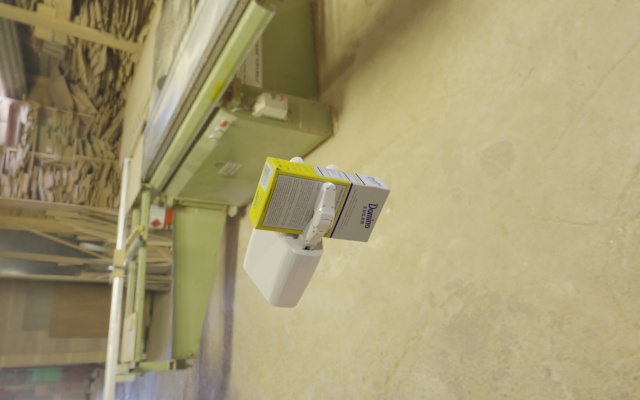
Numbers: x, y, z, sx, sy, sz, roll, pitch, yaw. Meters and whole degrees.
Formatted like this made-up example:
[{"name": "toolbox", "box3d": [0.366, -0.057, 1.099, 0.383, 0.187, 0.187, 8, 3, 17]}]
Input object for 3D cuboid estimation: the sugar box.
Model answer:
[{"name": "sugar box", "box3d": [0.000, 0.002, 0.663, 0.176, 0.093, 0.048, 9, 26, -28]}]
